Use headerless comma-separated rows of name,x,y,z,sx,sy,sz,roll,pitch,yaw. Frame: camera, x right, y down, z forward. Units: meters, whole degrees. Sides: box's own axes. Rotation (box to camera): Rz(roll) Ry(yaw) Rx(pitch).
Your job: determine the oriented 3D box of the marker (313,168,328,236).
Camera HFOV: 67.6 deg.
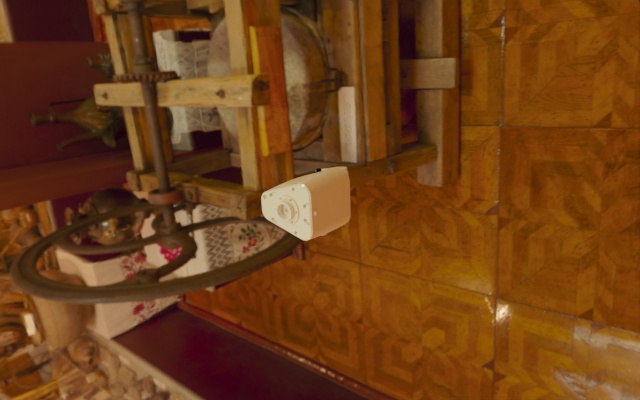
marker,0.000,0.003,0.849,0.020,0.121,0.020,-3,16,1
